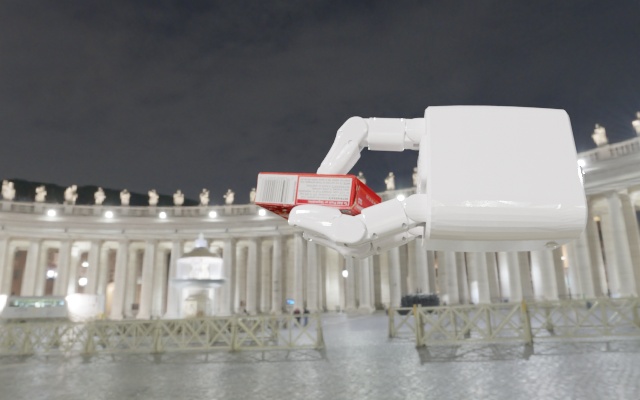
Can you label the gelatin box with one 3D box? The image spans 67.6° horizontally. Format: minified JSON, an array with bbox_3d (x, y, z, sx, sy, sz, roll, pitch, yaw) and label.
[{"bbox_3d":[0.000,0.001,0.406,0.089,0.030,0.073,3,-13,23],"label":"gelatin box"}]
